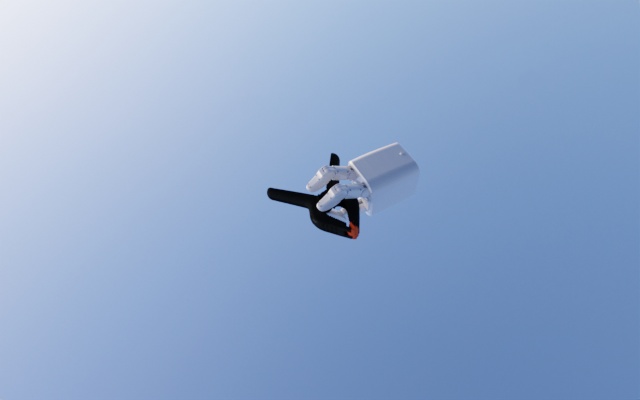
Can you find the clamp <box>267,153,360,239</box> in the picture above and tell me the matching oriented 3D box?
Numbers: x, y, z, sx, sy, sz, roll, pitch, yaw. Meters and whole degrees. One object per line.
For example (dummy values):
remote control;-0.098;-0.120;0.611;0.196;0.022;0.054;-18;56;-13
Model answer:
clamp;0.001;0.004;0.898;0.164;0.036;0.209;-26;47;-8
